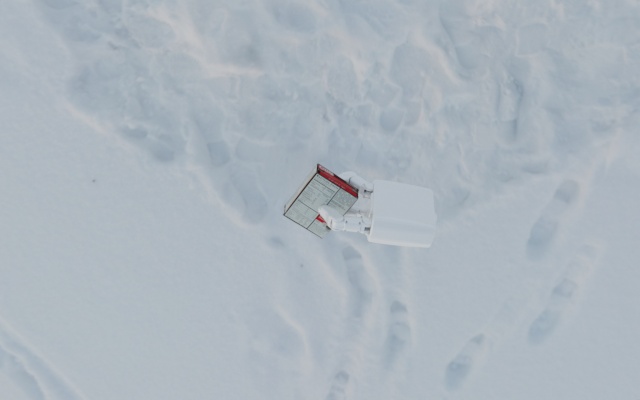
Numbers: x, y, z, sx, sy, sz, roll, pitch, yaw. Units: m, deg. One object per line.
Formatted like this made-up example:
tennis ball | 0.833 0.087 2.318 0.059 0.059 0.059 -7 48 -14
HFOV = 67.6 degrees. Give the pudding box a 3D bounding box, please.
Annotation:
pudding box | 0.000 0.003 0.845 0.090 0.113 0.039 33 27 -13
